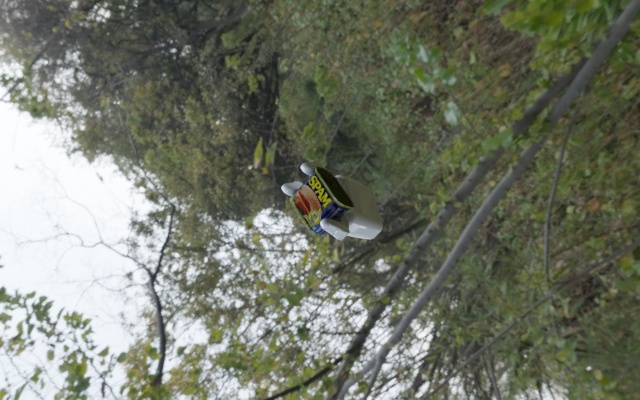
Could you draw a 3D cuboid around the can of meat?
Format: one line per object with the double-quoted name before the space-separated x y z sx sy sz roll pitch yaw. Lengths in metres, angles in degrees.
"can of meat" 0.000 0.003 0.885 0.084 0.102 0.057 -47 -35 21
